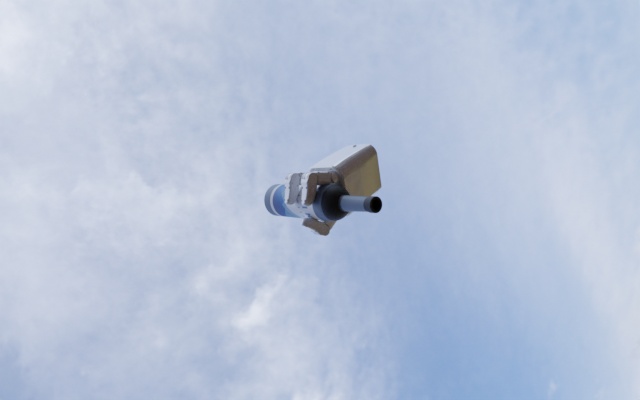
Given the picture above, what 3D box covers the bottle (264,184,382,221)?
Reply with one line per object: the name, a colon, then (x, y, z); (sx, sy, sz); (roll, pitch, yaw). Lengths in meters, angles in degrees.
bottle: (0.000, 0.003, 0.881); (0.069, 0.069, 0.295); (0, 2, -38)
